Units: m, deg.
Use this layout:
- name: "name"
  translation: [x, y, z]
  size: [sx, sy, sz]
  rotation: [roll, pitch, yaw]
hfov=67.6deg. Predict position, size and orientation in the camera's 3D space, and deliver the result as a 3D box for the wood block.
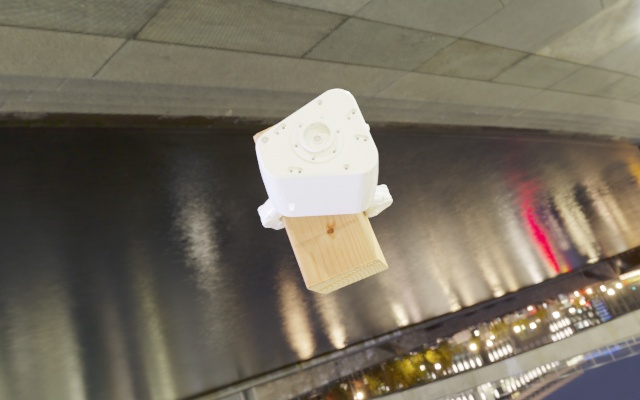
- name: "wood block"
  translation: [0.000, 0.002, 0.602]
  size: [0.091, 0.206, 0.090]
  rotation: [-24, -19, 8]
